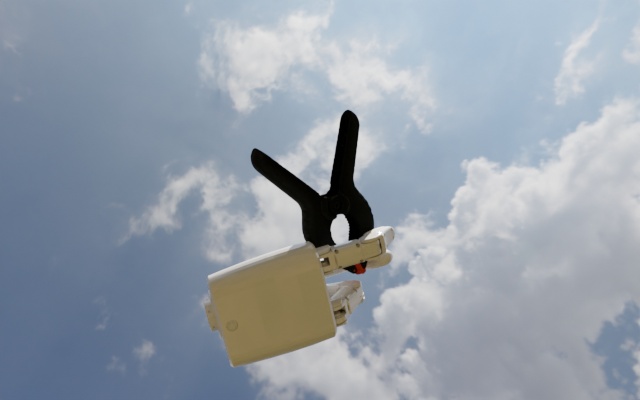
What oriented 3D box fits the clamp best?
[{"bbox_3d":[0.000,0.002,0.494,0.120,0.171,0.039,-15,9,-14],"label":"clamp"}]
